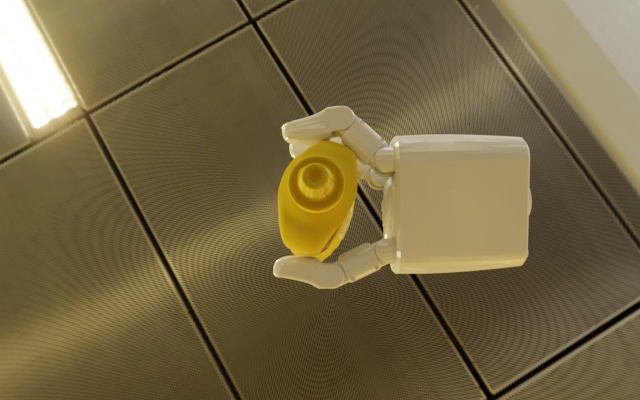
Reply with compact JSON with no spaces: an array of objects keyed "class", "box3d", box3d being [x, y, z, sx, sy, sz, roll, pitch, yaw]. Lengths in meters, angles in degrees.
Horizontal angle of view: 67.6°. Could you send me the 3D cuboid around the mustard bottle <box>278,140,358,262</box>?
[{"class":"mustard bottle","box3d":[0.000,0.001,0.411,0.058,0.096,0.192,23,-9,6]}]
